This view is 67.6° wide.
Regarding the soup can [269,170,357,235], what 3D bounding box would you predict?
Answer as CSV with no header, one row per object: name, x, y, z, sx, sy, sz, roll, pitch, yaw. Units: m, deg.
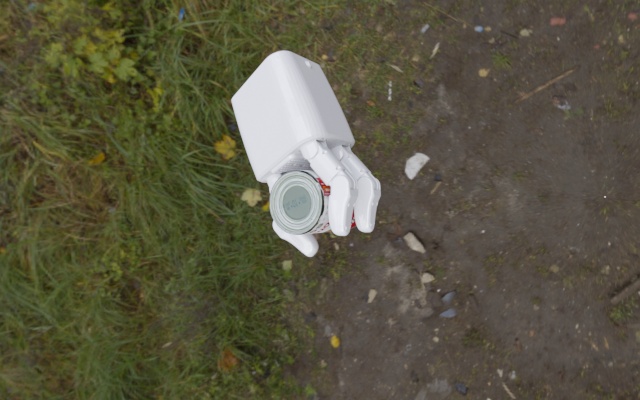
soup can,0.000,0.002,0.524,0.068,0.068,0.102,0,0,31
